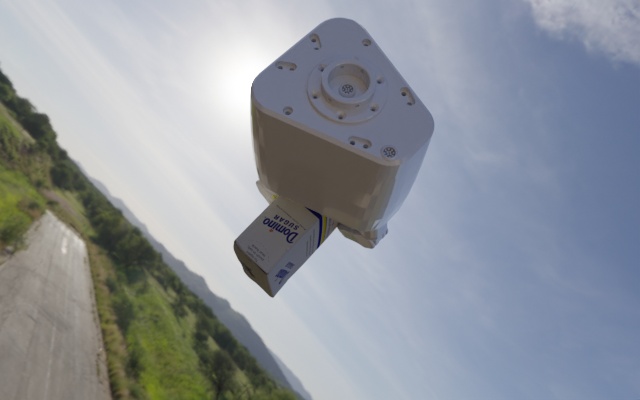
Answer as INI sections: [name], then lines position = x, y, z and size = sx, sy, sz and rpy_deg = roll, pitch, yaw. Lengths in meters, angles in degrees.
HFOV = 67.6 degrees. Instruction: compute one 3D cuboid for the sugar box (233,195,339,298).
[sugar box]
position = 0.000, 0.001, 0.429
size = 0.048, 0.176, 0.093
rpy_deg = 42, -19, 14
